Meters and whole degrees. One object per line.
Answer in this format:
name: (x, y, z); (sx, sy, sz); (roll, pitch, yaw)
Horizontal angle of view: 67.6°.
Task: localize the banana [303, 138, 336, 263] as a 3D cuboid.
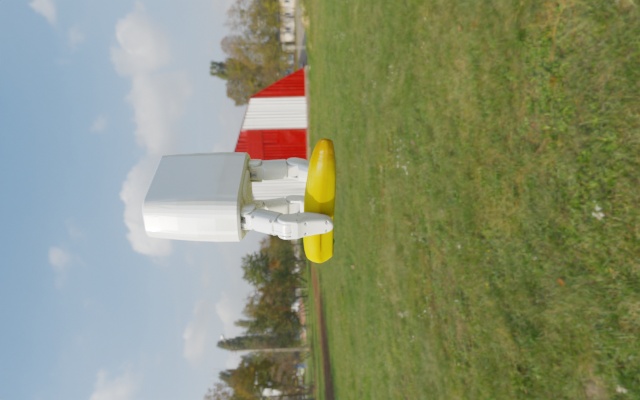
banana: (-0.001, 0.018, 0.564); (0.037, 0.069, 0.198); (3, -40, 3)
